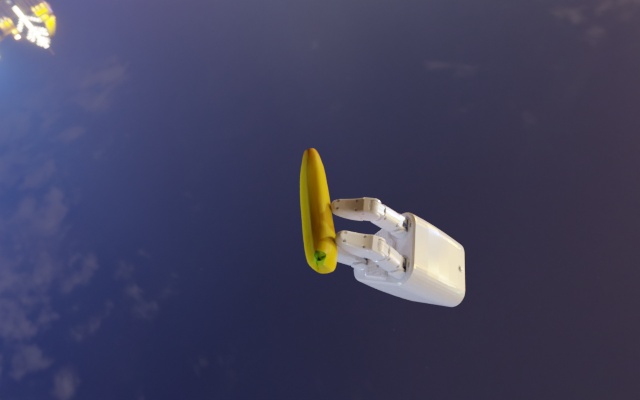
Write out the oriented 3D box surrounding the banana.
[{"bbox_3d":[-0.002,0.018,0.564,0.037,0.070,0.197,2,39,-9],"label":"banana"}]
